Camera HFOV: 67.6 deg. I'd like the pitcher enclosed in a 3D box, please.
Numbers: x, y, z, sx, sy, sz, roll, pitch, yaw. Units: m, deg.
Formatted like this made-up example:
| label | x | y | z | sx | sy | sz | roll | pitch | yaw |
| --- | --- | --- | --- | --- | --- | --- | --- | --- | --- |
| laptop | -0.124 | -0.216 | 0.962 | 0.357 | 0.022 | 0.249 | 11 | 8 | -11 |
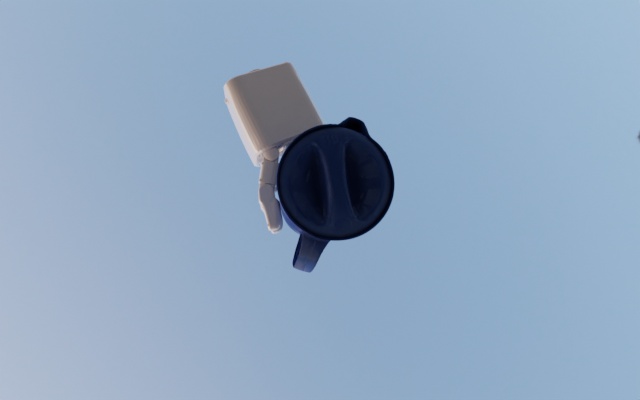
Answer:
| label | x | y | z | sx | sy | sz | roll | pitch | yaw |
| --- | --- | --- | --- | --- | --- | --- | --- | --- | --- |
| pitcher | 0.000 | 0.002 | 0.641 | 0.149 | 0.145 | 0.243 | -27 | -4 | -9 |
